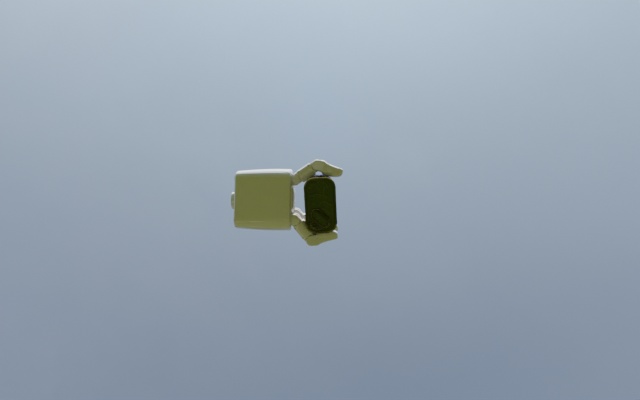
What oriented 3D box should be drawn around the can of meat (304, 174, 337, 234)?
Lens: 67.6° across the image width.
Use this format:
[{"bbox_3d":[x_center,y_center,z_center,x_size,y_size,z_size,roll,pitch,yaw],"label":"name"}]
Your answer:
[{"bbox_3d":[0.000,0.003,0.894,0.057,0.102,0.084,-3,9,1],"label":"can of meat"}]
